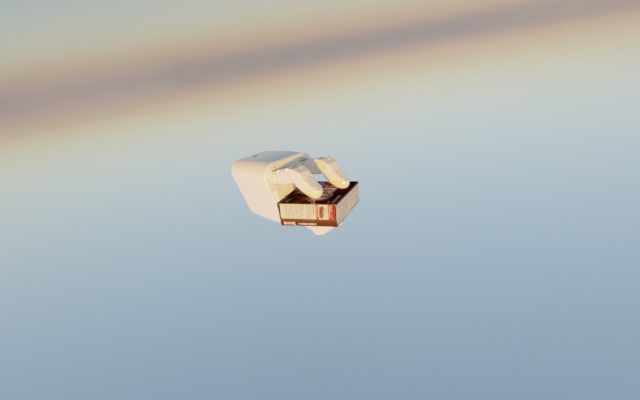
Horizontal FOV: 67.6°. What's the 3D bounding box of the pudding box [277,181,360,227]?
[{"bbox_3d":[0.000,0.002,0.704,0.090,0.039,0.113,0,21,21],"label":"pudding box"}]
